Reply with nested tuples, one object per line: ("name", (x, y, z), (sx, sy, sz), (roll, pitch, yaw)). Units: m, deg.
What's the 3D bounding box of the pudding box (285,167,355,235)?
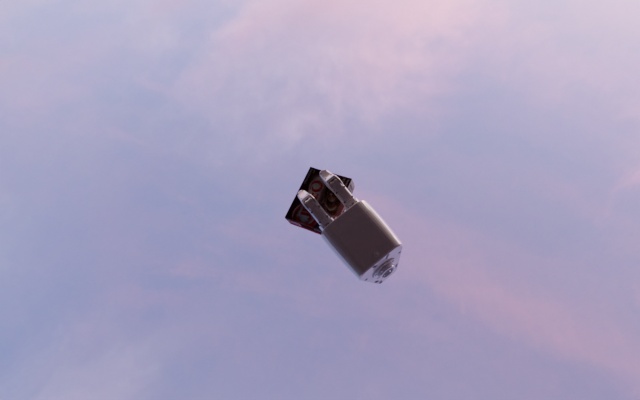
("pudding box", (0.000, 0.003, 0.872), (0.090, 0.113, 0.039), (18, -20, 25))
